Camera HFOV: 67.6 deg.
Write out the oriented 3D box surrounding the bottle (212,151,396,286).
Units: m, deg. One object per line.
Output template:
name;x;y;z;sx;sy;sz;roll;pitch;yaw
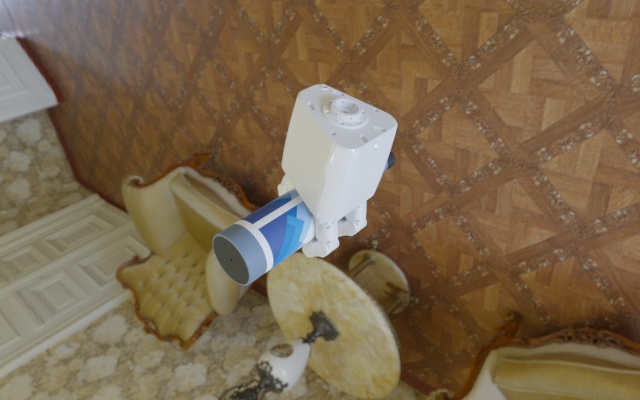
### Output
bottle;0.000;0.002;0.616;0.295;0.069;0.069;-33;21;-36
